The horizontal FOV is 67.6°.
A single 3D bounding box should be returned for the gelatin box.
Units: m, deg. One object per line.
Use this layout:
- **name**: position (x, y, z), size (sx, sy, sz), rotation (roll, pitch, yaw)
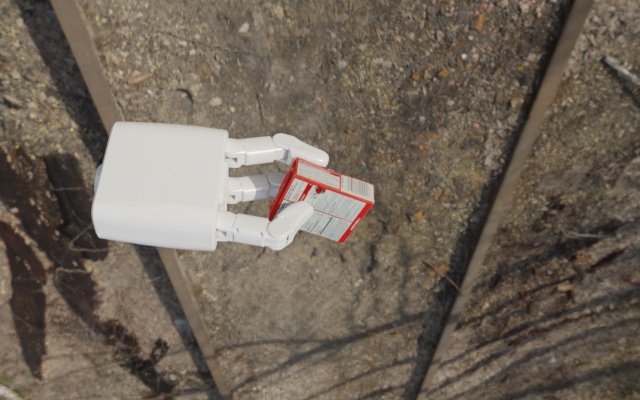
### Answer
- **gelatin box**: position (0.000, 0.002, 0.491), size (0.089, 0.030, 0.073), rotation (19, -45, -14)
